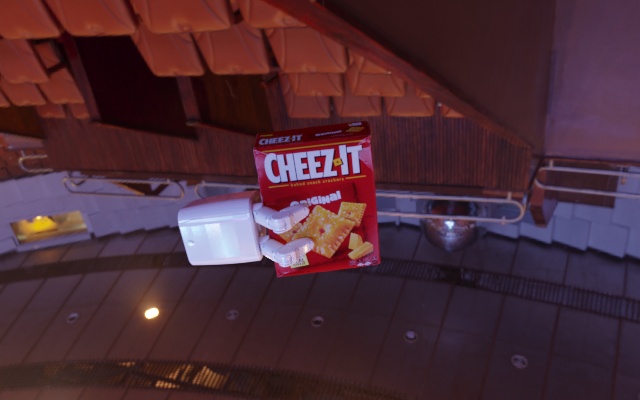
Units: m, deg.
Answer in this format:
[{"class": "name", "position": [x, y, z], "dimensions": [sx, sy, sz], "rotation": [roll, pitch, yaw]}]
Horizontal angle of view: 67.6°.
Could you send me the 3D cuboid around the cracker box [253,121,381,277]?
[{"class": "cracker box", "position": [0.000, 0.002, 0.708], "dimensions": [0.164, 0.214, 0.072], "rotation": [-7, 27, 2]}]
